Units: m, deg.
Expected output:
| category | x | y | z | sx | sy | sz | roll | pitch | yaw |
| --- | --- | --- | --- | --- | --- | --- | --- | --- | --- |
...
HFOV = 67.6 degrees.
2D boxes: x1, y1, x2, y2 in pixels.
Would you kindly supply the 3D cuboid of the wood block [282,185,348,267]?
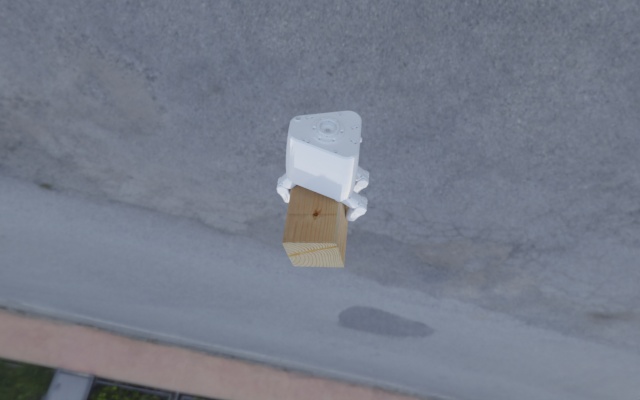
| category | x | y | z | sx | sy | sz | roll | pitch | yaw |
| --- | --- | --- | --- | --- | --- | --- | --- | --- | --- |
| wood block | 0.000 | 0.003 | 0.828 | 0.091 | 0.206 | 0.090 | 0 | -33 | 12 |
